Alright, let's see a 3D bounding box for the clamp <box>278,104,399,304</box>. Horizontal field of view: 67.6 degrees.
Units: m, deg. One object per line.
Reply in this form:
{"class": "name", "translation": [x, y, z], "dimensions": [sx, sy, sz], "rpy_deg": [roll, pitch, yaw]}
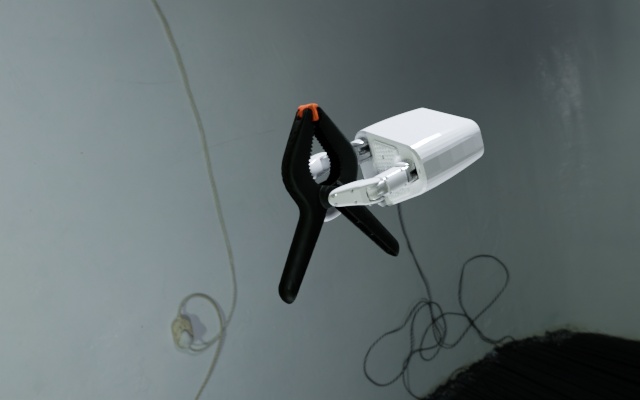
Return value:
{"class": "clamp", "translation": [0.001, 0.001, 0.529], "dimensions": [0.164, 0.210, 0.036], "rpy_deg": [-27, 17, -28]}
